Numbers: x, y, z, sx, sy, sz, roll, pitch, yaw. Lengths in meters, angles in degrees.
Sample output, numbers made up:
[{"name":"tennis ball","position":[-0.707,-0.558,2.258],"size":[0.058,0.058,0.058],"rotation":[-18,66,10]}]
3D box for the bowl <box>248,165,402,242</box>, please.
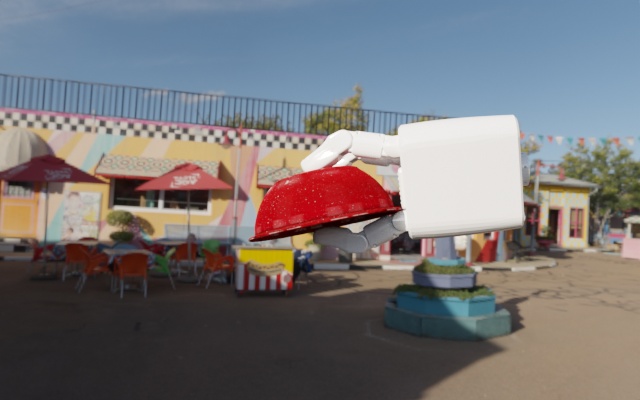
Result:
[{"name":"bowl","position":[-0.001,0.001,0.498],"size":[0.162,0.055,0.162],"rotation":[-12,-6,-1]}]
